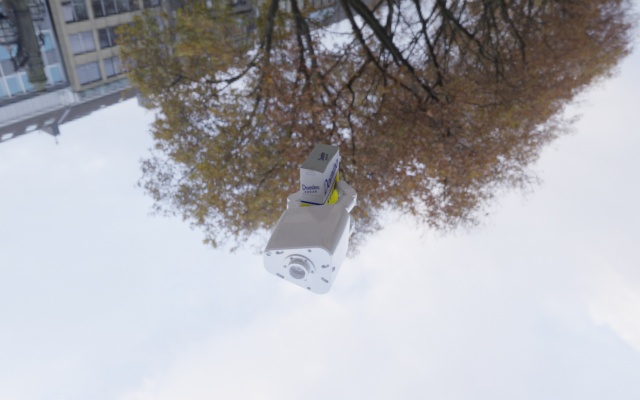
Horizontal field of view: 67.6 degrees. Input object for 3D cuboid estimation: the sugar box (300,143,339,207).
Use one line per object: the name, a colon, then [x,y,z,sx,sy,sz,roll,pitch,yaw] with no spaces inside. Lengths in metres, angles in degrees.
sugar box: [0.001,0.003,0.811,0.048,0.176,0.093,12,35,13]
